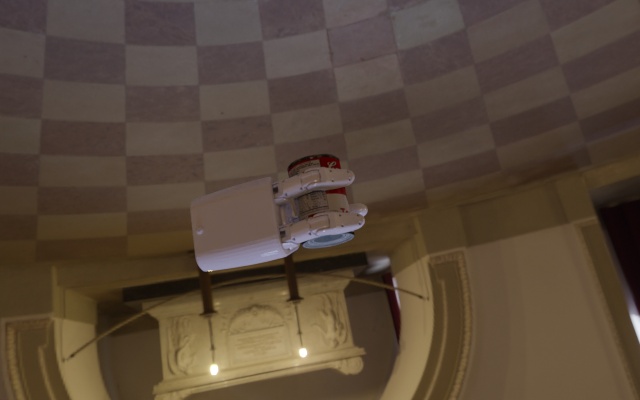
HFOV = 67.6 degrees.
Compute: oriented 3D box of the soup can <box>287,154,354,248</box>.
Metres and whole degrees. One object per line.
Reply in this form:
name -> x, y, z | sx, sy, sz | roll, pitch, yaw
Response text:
soup can -> 0.001, 0.002, 0.594 | 0.068, 0.102, 0.068 | -10, -17, -3
